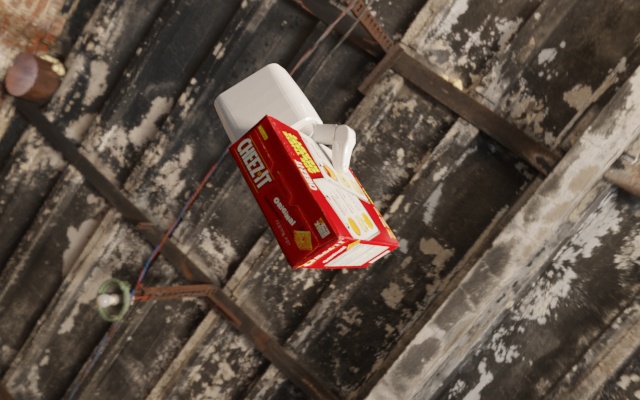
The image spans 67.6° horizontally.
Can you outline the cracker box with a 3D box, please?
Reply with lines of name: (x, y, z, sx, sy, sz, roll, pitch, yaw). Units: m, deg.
cracker box: (0.000, 0.002, 0.595, 0.072, 0.164, 0.214, -37, -20, 17)
